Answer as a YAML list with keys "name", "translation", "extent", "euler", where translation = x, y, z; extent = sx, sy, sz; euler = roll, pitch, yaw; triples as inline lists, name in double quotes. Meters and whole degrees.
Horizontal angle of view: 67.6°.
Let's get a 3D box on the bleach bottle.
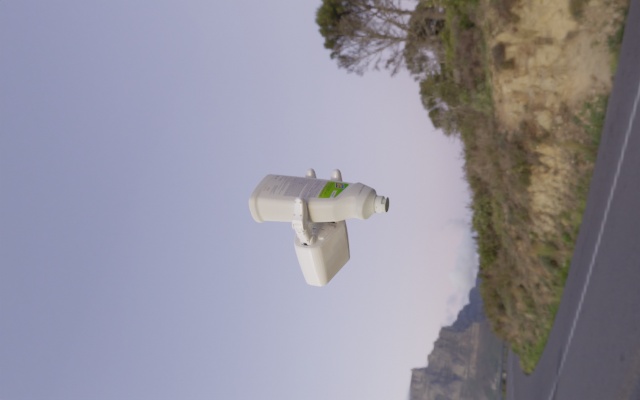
- name: "bleach bottle"
  translation: [0.000, 0.003, 0.887]
  extent: [0.251, 0.068, 0.102]
  euler: [5, 41, 23]
